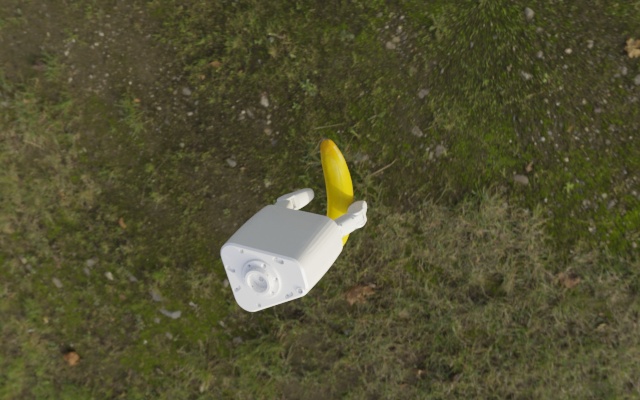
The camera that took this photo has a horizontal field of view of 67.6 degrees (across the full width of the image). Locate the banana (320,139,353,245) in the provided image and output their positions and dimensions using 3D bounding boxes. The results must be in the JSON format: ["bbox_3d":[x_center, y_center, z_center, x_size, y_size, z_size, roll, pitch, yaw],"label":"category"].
[{"bbox_3d":[0.016,0.012,0.691,0.069,0.198,0.037,21,31,19],"label":"banana"}]
